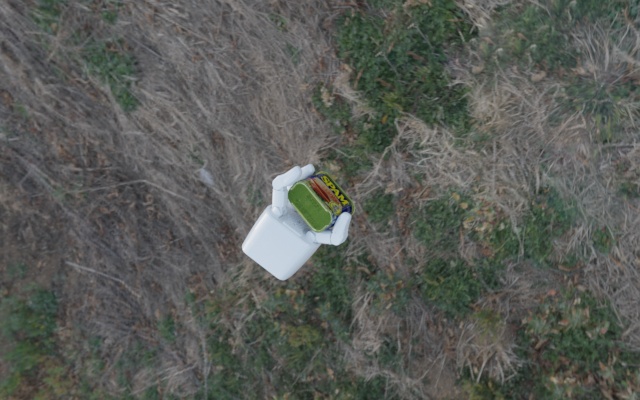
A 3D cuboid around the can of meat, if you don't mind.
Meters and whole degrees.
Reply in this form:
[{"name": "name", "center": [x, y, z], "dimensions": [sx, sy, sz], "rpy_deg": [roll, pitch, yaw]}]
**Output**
[{"name": "can of meat", "center": [0.000, 0.003, 0.851], "dimensions": [0.057, 0.102, 0.084], "rpy_deg": [-47, -13, 30]}]
